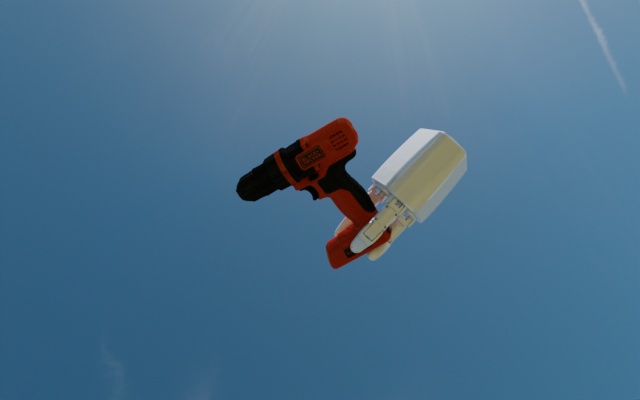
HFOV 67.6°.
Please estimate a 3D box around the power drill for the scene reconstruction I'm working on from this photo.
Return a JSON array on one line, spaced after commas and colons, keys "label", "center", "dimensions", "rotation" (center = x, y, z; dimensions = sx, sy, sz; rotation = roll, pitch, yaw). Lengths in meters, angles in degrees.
[{"label": "power drill", "center": [0.001, 0.002, 0.669], "dimensions": [0.184, 0.188, 0.057], "rotation": [-29, 19, 11]}]
